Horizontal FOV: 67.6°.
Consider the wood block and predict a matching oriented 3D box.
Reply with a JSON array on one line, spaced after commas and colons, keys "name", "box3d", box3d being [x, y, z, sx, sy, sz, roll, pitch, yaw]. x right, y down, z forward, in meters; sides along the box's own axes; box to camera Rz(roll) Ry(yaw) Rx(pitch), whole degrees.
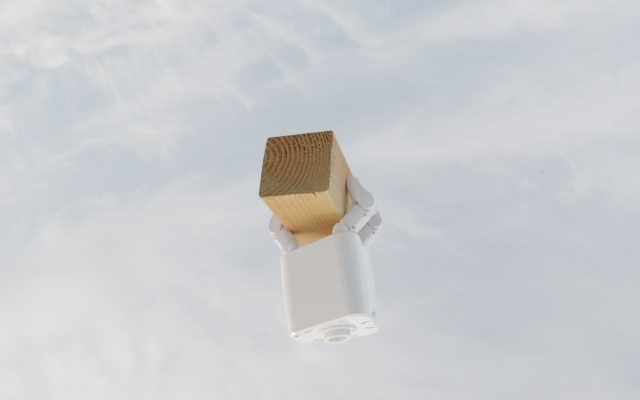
[{"name": "wood block", "box3d": [0.000, 0.003, 0.661, 0.091, 0.090, 0.206, -5, -29, 16]}]
